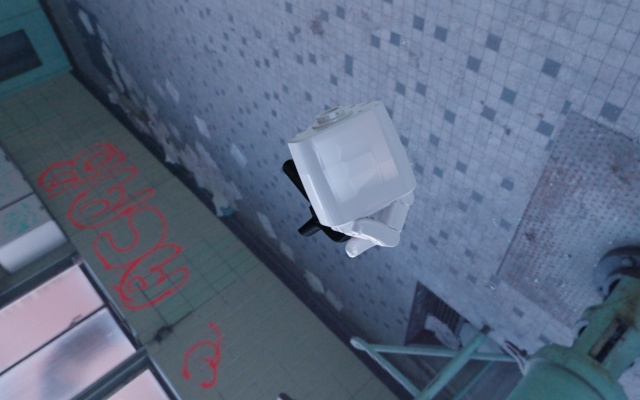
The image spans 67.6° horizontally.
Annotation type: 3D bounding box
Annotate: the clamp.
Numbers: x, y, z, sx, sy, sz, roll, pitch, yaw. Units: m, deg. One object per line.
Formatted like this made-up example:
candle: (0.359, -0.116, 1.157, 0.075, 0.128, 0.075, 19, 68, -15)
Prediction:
clamp: (0.000, 0.002, 0.643, 0.039, 0.120, 0.171, -31, 18, -26)
